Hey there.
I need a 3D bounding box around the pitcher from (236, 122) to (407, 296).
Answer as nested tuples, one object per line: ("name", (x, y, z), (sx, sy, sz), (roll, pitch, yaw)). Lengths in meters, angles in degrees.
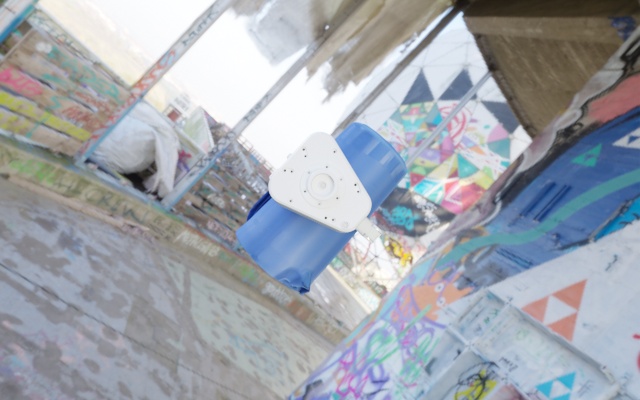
("pitcher", (0.000, 0.002, 0.692), (0.149, 0.243, 0.145), (44, 0, 2))
